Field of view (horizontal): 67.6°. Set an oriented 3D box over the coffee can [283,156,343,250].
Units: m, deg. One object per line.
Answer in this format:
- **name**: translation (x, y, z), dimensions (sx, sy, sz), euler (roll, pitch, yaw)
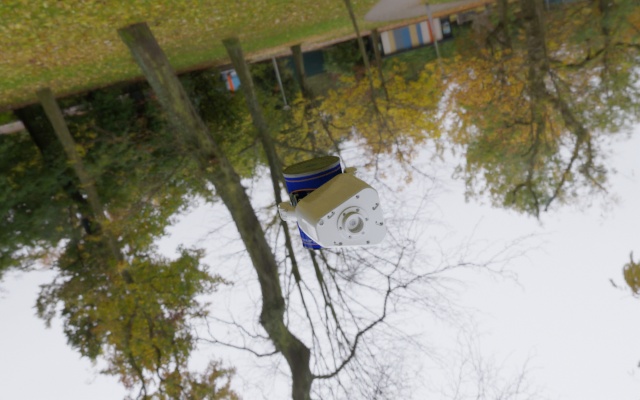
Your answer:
- **coffee can**: translation (0.000, 0.003, 0.843), dimensions (0.103, 0.140, 0.102), euler (-13, 16, 4)
